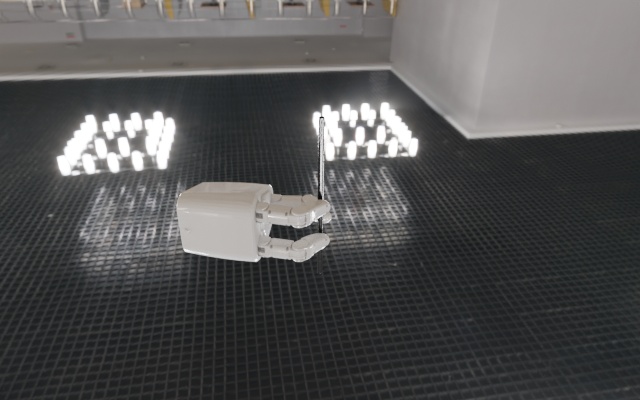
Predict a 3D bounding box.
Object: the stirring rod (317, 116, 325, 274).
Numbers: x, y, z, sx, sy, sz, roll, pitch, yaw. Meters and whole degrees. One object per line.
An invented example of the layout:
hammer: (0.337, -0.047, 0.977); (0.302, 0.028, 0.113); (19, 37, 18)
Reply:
stirring rod: (0.000, 0.002, 0.646); (0.011, 0.240, 0.011); (1, 30, 0)
